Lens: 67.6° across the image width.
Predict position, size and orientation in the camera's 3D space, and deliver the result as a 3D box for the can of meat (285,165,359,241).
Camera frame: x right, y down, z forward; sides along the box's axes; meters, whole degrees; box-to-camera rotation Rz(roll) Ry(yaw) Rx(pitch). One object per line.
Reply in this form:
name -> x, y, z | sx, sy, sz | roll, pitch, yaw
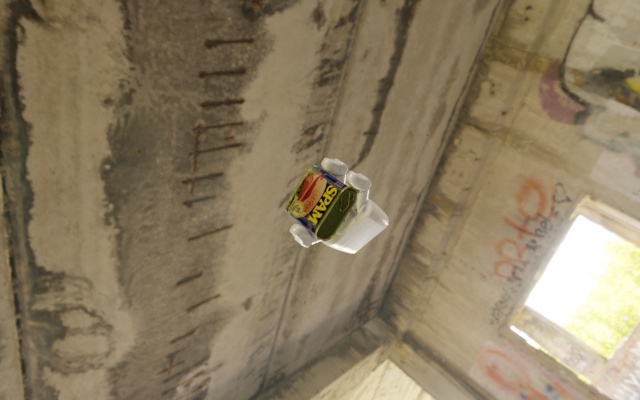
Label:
can of meat -> 0.000, 0.003, 0.802 | 0.084, 0.102, 0.057 | 36, 5, 32
